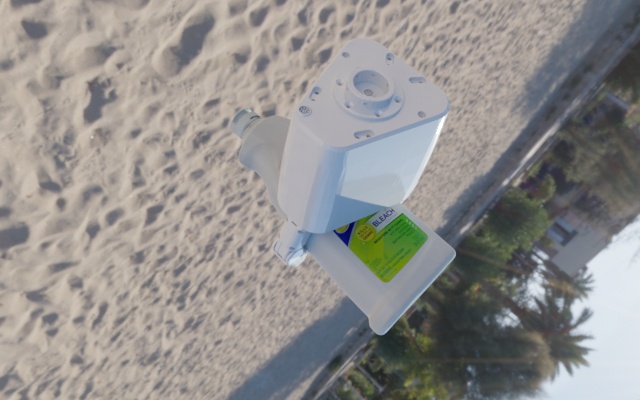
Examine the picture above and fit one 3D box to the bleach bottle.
[{"bbox_3d":[0.000,0.001,0.456,0.102,0.250,0.068,-39,-19,-27],"label":"bleach bottle"}]
